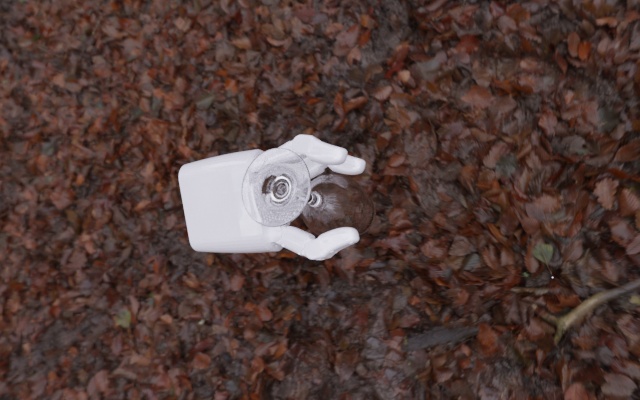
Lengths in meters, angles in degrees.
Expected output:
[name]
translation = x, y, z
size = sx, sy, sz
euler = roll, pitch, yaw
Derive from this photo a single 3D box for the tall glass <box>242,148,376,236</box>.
[tall glass]
translation = 0.000, 0.002, 0.528
size = 0.079, 0.079, 0.201
euler = 0, -8, 26
